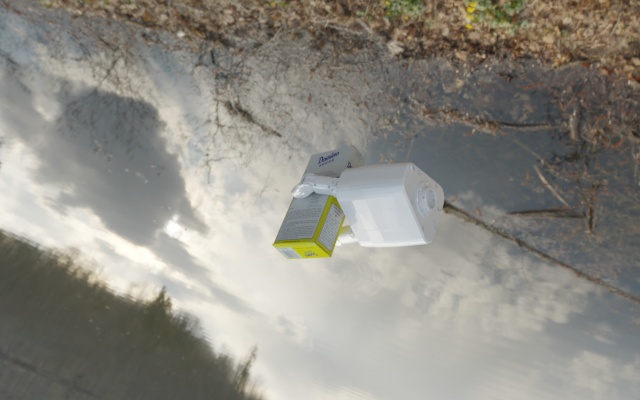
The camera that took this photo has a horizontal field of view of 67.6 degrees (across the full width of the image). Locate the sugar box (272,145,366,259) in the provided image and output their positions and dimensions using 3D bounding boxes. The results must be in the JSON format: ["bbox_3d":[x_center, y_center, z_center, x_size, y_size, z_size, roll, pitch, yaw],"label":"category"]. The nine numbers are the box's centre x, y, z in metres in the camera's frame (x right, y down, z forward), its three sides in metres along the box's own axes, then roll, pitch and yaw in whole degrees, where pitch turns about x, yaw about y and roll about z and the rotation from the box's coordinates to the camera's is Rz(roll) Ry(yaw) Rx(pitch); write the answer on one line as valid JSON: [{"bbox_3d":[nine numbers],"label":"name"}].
[{"bbox_3d":[0.001,0.003,0.721,0.093,0.176,0.048,-8,-43,43],"label":"sugar box"}]
